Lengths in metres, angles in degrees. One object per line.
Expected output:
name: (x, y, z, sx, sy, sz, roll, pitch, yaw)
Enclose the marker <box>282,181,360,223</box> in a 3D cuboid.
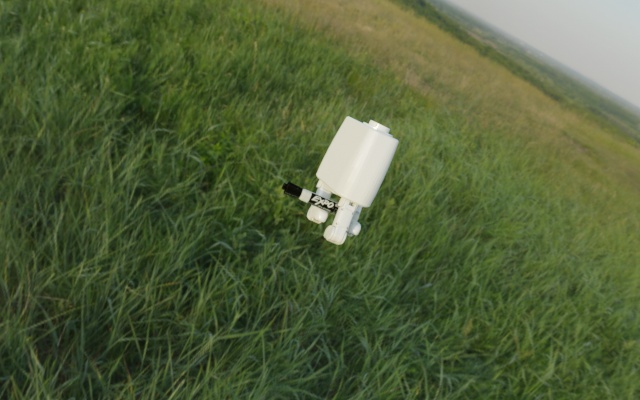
marker: (0.000, 0.002, 0.695, 0.121, 0.020, 0.020, 23, -6, -13)
